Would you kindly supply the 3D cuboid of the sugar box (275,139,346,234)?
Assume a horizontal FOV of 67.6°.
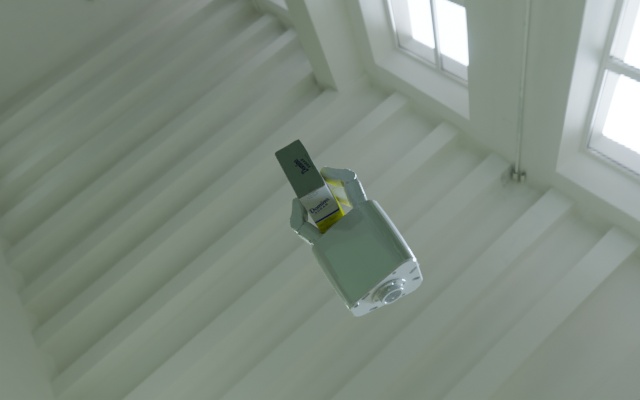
[{"bbox_3d":[0.001,0.002,0.681,0.048,0.093,0.176,-29,-37,-1],"label":"sugar box"}]
